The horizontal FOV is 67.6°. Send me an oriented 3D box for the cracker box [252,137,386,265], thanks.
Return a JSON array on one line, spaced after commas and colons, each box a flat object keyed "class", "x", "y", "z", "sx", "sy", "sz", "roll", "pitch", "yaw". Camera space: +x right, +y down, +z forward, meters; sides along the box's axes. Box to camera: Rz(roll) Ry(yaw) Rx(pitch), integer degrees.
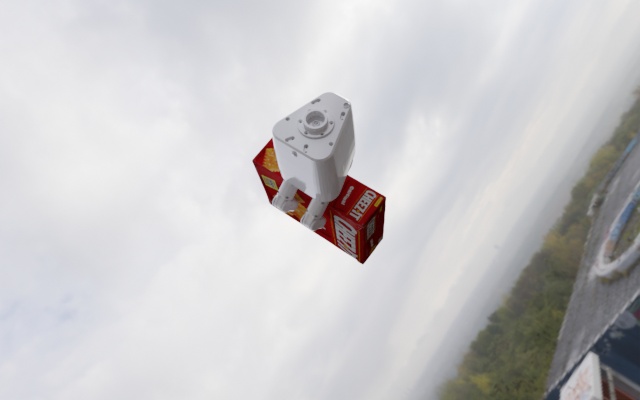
[{"class": "cracker box", "x": 0.000, "y": 0.002, "z": 0.797, "sx": 0.213, "sy": 0.072, "sz": 0.164, "roll": 32, "pitch": -19, "yaw": 19}]
